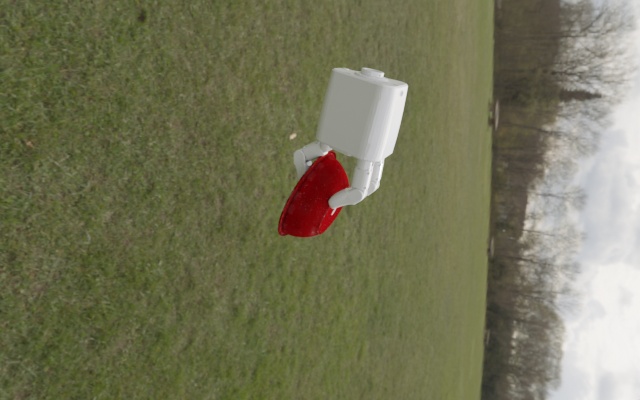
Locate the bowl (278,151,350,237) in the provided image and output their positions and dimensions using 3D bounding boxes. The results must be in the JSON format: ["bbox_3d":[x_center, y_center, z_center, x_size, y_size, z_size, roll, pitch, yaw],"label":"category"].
[{"bbox_3d":[0.000,0.004,0.771,0.055,0.162,0.162,33,8,13],"label":"bowl"}]
